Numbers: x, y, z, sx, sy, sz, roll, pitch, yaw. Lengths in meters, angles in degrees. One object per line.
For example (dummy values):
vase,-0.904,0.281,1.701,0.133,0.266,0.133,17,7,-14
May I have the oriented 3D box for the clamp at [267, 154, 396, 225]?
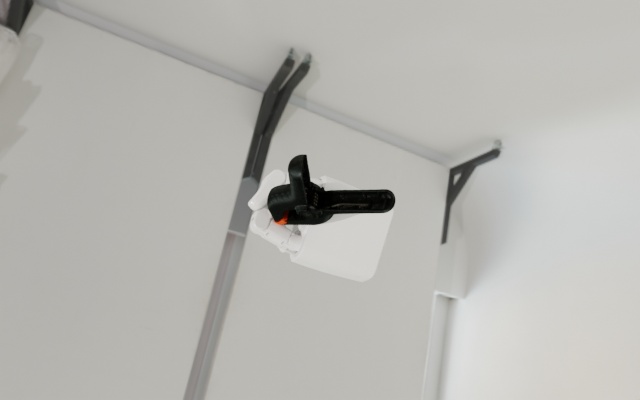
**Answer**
clamp,0.000,0.002,0.532,0.120,0.039,0.171,23,-20,-14
